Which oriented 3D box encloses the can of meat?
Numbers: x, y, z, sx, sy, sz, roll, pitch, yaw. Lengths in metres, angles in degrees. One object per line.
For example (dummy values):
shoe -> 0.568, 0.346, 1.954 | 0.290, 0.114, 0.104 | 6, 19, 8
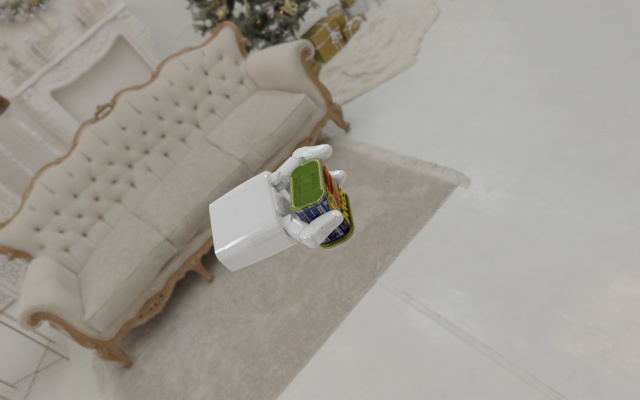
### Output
can of meat -> 0.000, 0.002, 0.668 | 0.057, 0.102, 0.084 | -26, -52, 16
